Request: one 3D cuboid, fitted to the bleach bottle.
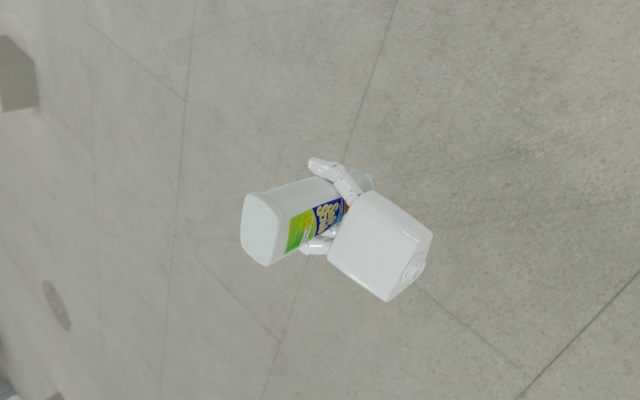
[{"bbox_3d":[0.000,0.002,0.699,0.068,0.103,0.250,35,40,28],"label":"bleach bottle"}]
